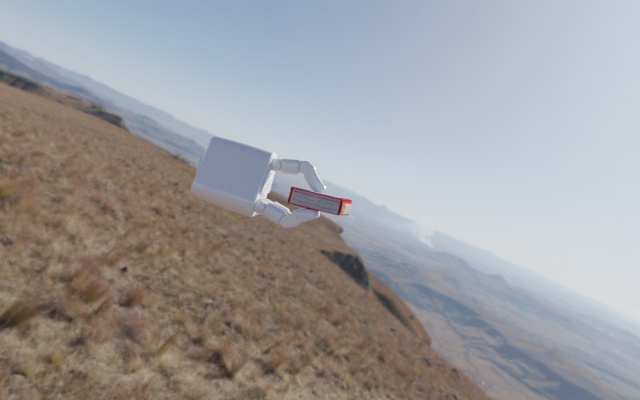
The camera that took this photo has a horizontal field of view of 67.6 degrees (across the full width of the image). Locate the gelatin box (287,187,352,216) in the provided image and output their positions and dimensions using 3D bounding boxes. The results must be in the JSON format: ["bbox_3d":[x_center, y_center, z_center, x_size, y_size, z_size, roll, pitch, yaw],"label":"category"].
[{"bbox_3d":[0.001,0.002,0.779,0.089,0.030,0.073,13,2,16],"label":"gelatin box"}]
